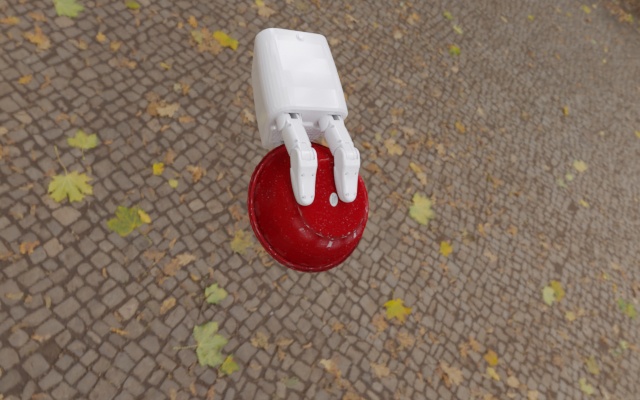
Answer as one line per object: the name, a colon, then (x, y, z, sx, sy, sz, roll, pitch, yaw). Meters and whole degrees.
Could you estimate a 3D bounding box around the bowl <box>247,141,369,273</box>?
bowl: (0.001, 0.003, 0.553, 0.162, 0.162, 0.055, 0, -9, -30)
